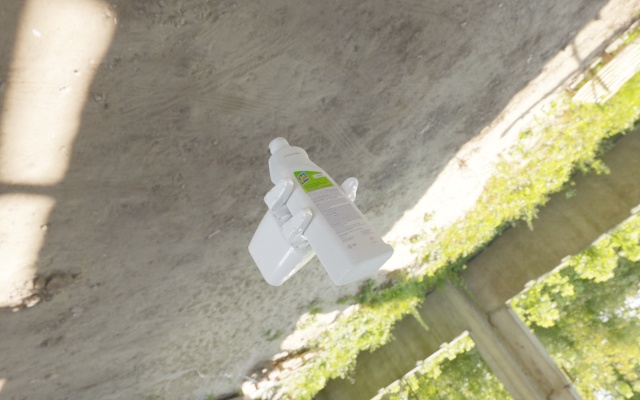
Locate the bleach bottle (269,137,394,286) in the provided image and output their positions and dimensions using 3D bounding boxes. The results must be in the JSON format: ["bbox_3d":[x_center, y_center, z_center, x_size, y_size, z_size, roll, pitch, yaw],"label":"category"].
[{"bbox_3d":[0.000,0.002,0.724,0.102,0.250,0.068,-12,-31,-41],"label":"bleach bottle"}]
